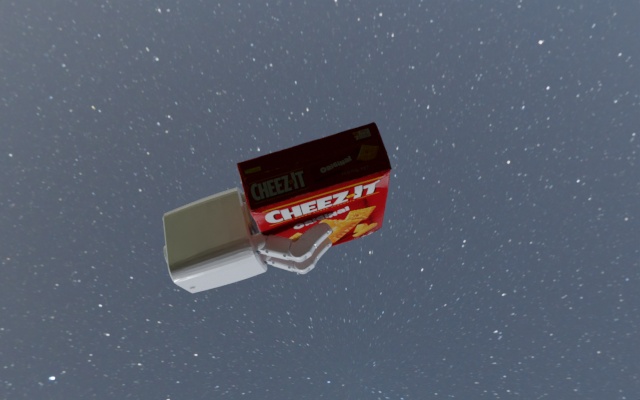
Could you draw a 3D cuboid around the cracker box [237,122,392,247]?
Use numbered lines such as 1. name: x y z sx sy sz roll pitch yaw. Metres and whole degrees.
1. cracker box: 0.000 0.002 0.617 0.164 0.072 0.214 -17 -21 -3
